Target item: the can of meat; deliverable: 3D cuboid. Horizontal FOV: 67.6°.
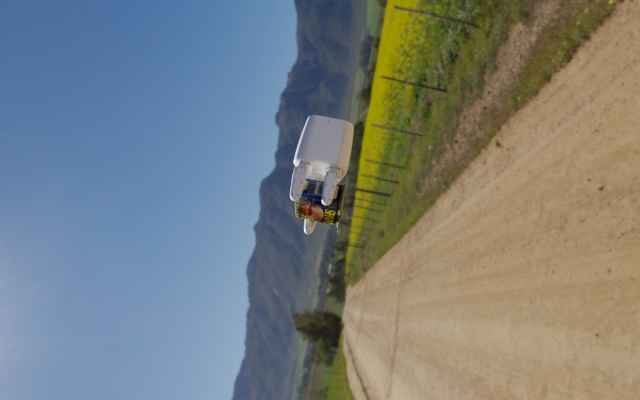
[{"bbox_3d":[0.000,0.003,0.874,0.084,0.057,0.102,12,-23,3],"label":"can of meat"}]
